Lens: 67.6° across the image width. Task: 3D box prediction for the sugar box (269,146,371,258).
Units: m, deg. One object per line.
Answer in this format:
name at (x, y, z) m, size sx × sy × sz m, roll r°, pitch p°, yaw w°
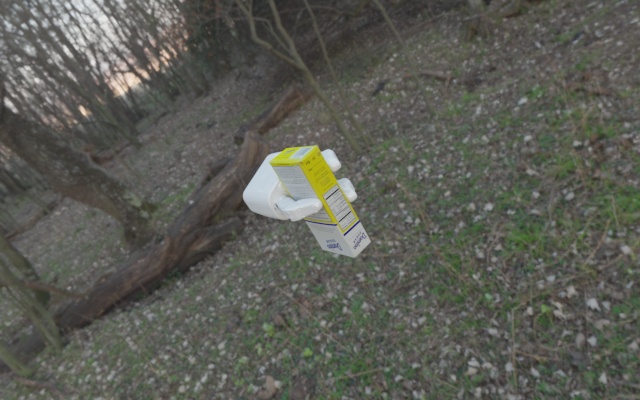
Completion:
sugar box at (0.000, 0.002, 0.728) m, size 0.048 × 0.176 × 0.093 m, roll -43°, pitch 25°, yaw -24°
